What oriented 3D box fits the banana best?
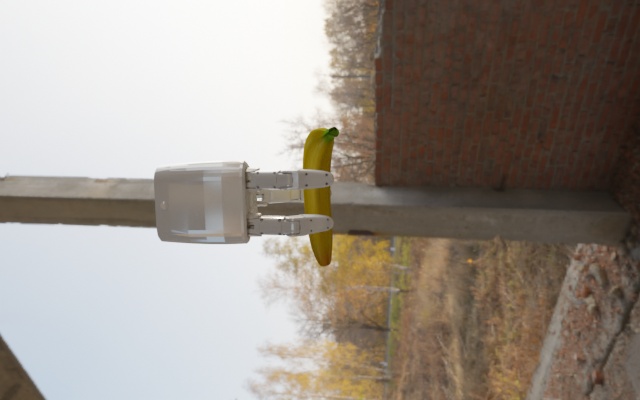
[{"bbox_3d":[-0.002,-0.011,0.598,0.037,0.198,0.069,-4,33,-7],"label":"banana"}]
